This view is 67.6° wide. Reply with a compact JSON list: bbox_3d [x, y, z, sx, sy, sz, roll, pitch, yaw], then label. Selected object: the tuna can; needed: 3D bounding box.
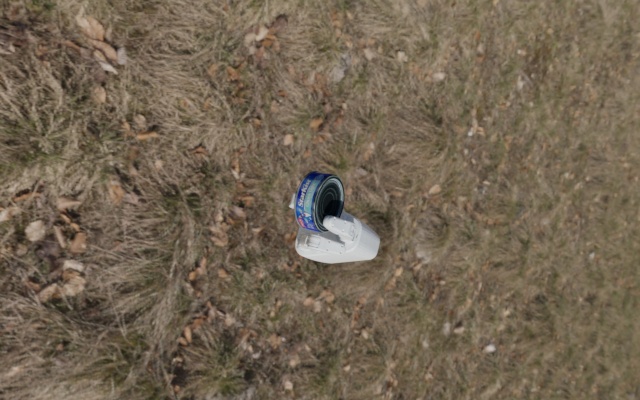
[{"bbox_3d":[0.001,0.002,0.683,0.034,0.086,0.086,12,6,31],"label":"tuna can"}]
